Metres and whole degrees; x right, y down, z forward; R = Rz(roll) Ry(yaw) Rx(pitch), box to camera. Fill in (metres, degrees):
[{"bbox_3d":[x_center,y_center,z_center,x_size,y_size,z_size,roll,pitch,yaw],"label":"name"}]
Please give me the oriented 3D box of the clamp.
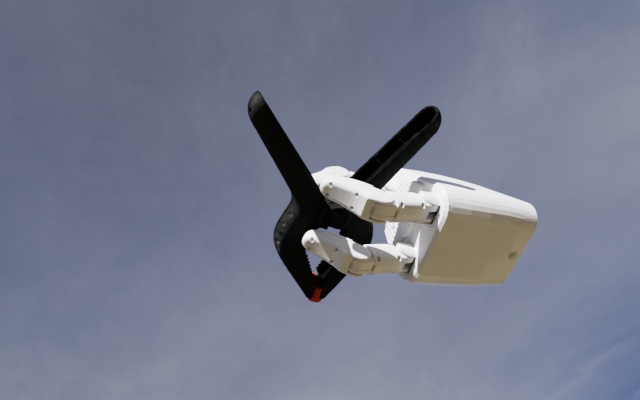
[{"bbox_3d":[0.000,0.001,0.425,0.164,0.210,0.036,8,28,-21],"label":"clamp"}]
